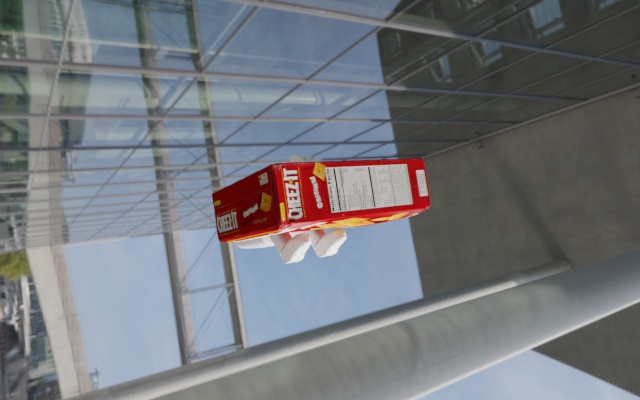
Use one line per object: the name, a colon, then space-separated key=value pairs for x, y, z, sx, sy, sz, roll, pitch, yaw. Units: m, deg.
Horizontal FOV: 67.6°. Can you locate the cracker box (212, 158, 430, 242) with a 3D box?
cracker box: x=0.000 y=0.002 z=0.584 sx=0.213 sy=0.072 sz=0.164 roll=-6 pitch=-7 yaw=-34
